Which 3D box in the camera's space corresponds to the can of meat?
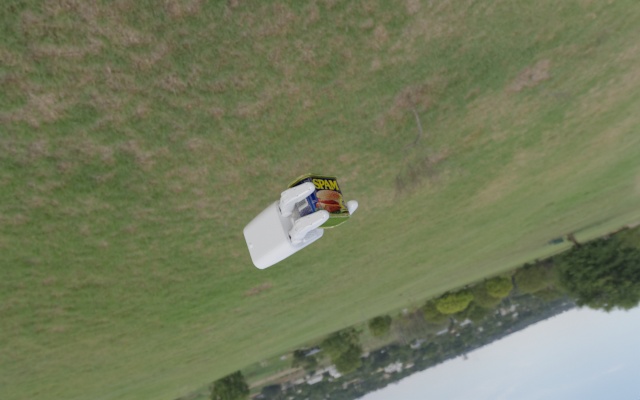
[{"bbox_3d":[0.000,0.003,0.855,0.057,0.084,0.102,-33,-21,34],"label":"can of meat"}]
